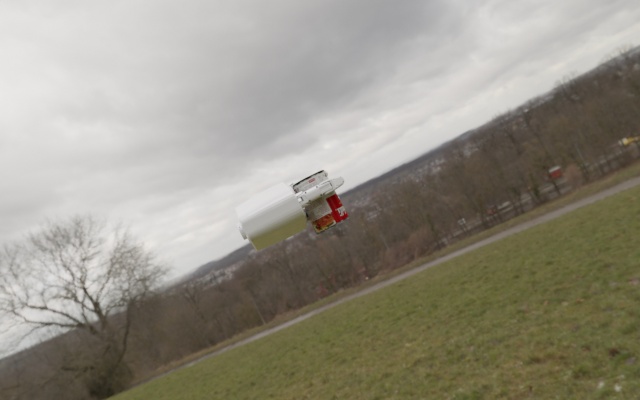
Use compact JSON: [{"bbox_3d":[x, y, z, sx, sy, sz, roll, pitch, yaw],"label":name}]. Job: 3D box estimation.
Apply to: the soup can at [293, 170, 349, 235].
[{"bbox_3d":[0.000,0.002,0.882,0.068,0.102,0.068,-27,0,0],"label":"soup can"}]
